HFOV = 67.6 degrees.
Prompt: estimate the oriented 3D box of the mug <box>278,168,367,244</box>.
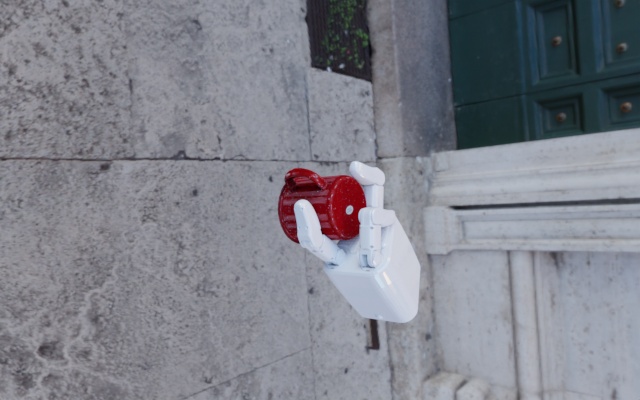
[{"bbox_3d":[0.000,0.001,0.608,0.081,0.093,0.117,-3,-46,39],"label":"mug"}]
